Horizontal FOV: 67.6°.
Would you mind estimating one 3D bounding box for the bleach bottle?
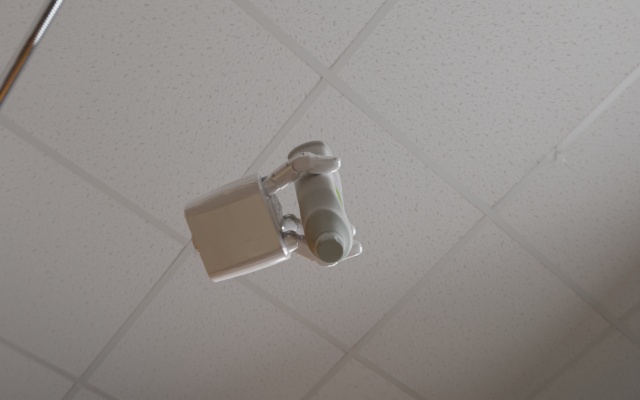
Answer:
[{"bbox_3d":[0.000,0.002,0.618,0.068,0.103,0.250,-20,21,4],"label":"bleach bottle"}]
